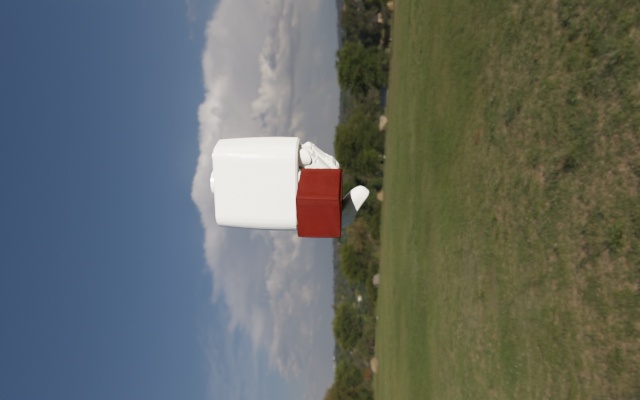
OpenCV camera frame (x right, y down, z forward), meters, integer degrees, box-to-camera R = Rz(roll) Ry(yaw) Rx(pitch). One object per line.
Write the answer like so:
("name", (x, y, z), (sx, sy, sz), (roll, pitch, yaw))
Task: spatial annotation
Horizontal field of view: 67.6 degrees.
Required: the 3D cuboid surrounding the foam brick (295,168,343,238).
("foam brick", (0.000, 0.002, 0.563), (0.051, 0.053, 0.078), (1, 30, 3))
